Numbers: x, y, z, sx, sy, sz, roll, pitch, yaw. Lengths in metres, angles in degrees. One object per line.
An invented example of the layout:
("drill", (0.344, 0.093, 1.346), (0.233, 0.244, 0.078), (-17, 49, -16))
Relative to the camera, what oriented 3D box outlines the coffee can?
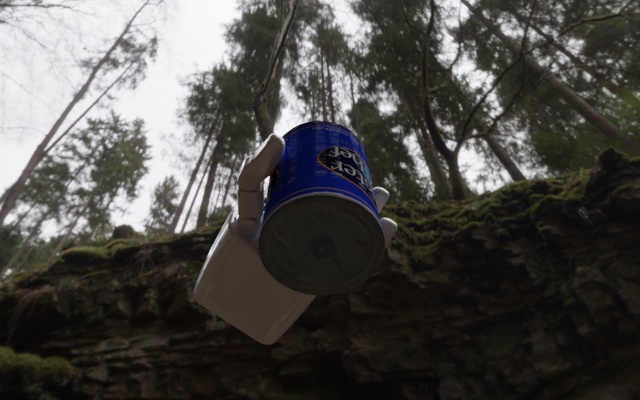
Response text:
("coffee can", (0.000, 0.001, 0.442), (0.103, 0.103, 0.140), (0, 33, -1))
